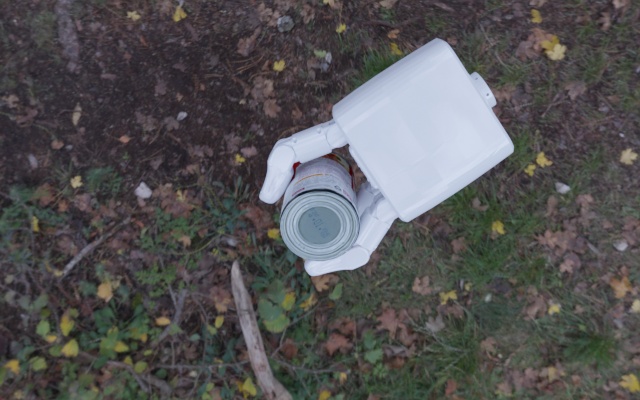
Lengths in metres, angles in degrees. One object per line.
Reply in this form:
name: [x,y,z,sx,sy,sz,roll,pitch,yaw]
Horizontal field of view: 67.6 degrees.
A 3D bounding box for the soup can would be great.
soup can: [0.000,0.002,0.433,0.068,0.068,0.102,0,24,1]
